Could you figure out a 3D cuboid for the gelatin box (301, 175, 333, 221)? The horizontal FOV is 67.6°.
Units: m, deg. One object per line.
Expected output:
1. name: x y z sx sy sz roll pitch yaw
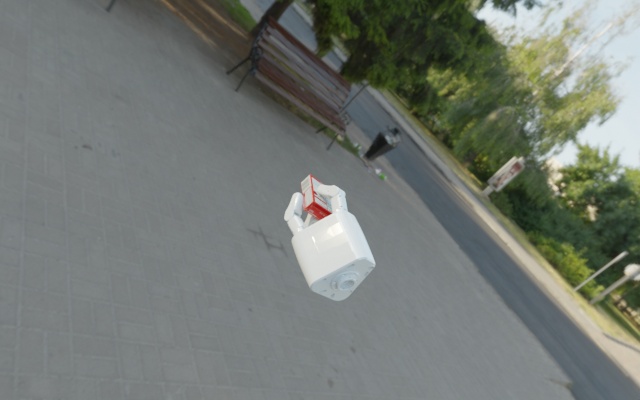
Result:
1. gelatin box: 0.000 0.002 0.900 0.073 0.089 0.030 36 -64 -30
